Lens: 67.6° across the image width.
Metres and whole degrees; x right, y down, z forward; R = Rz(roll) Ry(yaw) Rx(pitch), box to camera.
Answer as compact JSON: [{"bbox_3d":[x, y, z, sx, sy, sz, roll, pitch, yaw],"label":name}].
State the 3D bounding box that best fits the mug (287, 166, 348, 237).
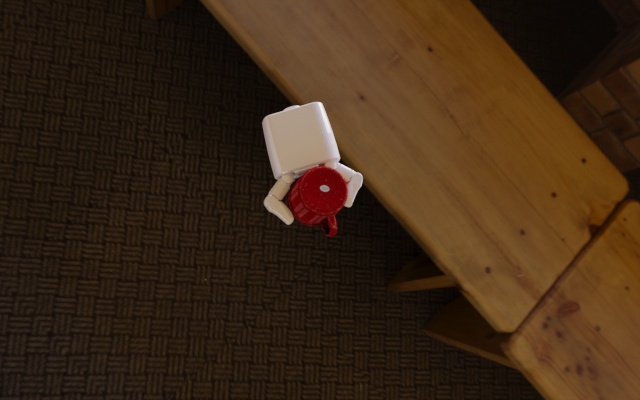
[{"bbox_3d":[0.001,0.004,0.784,0.093,0.117,0.081,-15,-7,-15],"label":"mug"}]
